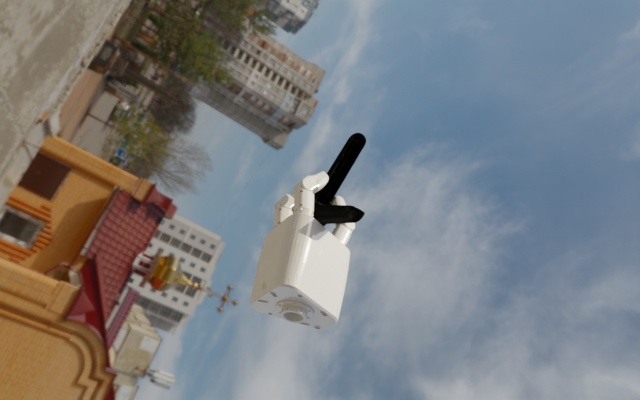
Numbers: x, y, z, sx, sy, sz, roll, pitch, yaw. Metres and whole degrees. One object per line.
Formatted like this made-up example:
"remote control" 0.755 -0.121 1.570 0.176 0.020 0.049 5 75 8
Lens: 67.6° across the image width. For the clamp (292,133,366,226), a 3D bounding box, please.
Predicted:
"clamp" 0.000 0.003 0.705 0.036 0.164 0.210 30 -43 -21
